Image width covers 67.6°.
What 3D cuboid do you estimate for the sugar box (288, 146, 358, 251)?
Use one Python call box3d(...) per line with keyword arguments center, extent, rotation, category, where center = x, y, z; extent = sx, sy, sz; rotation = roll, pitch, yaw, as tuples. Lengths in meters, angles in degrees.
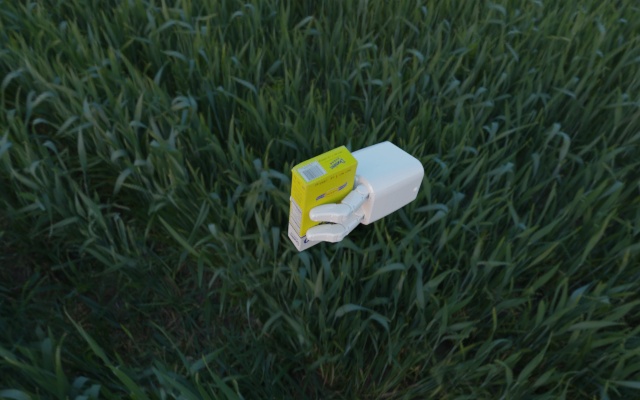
box3d(center=(0.001, 0.003, 0.748), extent=(0.093, 0.048, 0.176), rotation=(-25, -34, -22), category="sugar box")
